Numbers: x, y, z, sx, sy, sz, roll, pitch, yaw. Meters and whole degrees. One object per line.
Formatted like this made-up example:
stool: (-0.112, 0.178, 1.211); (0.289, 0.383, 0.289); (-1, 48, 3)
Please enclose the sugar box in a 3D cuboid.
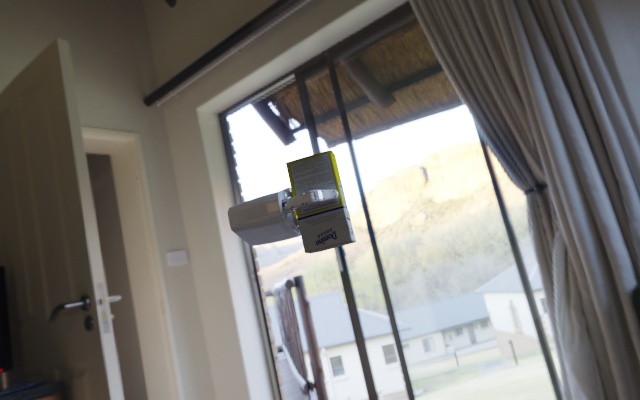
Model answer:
sugar box: (0.000, 0.003, 0.884); (0.093, 0.176, 0.048); (-15, -11, 13)
